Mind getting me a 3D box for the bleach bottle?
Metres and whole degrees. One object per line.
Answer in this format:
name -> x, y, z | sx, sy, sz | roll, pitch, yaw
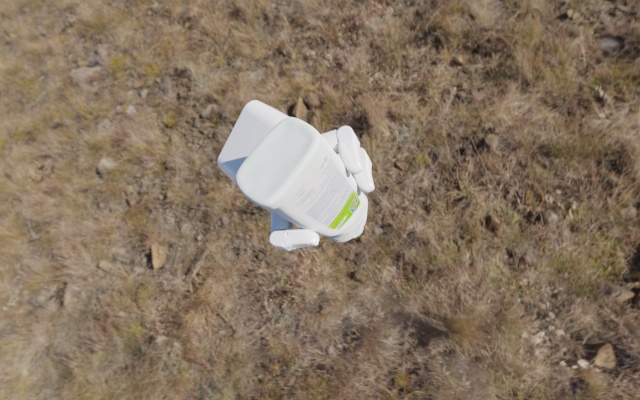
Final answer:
bleach bottle -> 0.000, 0.002, 0.591 | 0.068, 0.102, 0.251 | 36, -5, 30
